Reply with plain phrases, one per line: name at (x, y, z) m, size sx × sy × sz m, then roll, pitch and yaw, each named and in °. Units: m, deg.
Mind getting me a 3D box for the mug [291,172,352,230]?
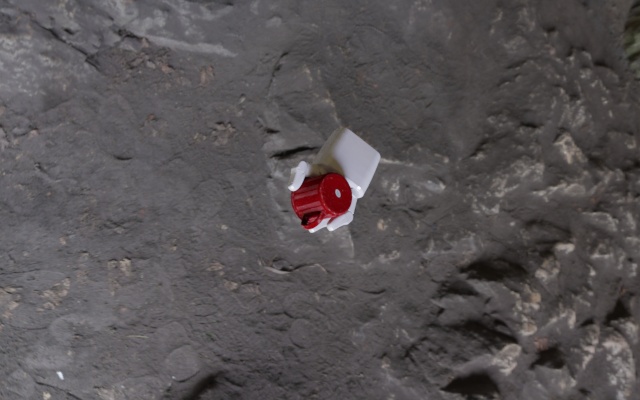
mug at (0.000, 0.004, 0.887) m, size 0.093 × 0.117 × 0.081 m, roll 43°, pitch -33°, yaw -25°
